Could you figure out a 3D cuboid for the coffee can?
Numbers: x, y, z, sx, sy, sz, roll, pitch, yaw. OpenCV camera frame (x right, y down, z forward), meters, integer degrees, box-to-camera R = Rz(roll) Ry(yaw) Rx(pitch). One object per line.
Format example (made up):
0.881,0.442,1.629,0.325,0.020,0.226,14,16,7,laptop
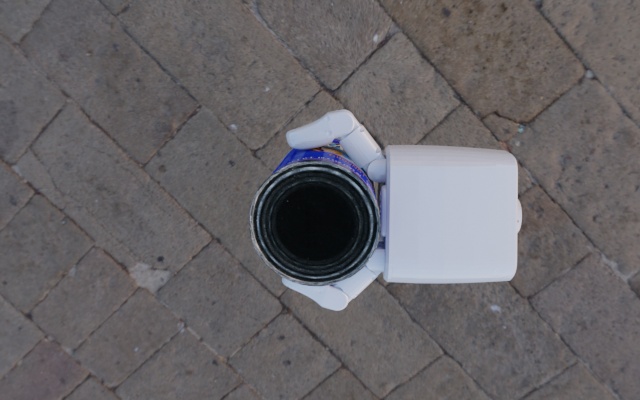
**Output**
0.000,0.001,0.433,0.103,0.103,0.140,0,15,4,coffee can
